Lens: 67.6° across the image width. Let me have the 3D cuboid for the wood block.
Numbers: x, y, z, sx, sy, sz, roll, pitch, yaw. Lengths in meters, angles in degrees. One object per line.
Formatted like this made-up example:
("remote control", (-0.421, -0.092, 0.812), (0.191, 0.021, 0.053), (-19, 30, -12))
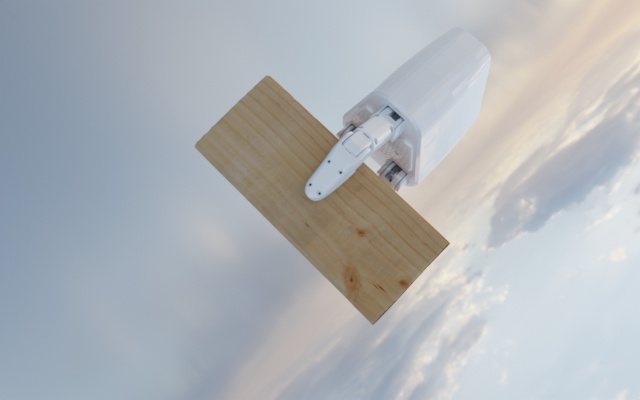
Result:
("wood block", (0.000, 0.001, 0.425), (0.206, 0.090, 0.091), (44, -5, 10))
